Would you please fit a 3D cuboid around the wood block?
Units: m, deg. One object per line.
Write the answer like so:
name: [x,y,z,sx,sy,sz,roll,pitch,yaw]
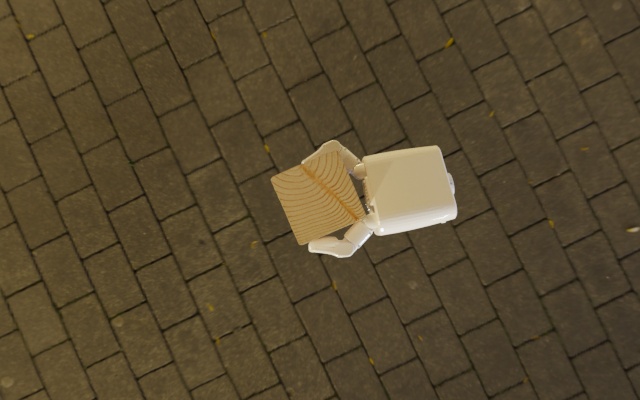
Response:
wood block: [0.000,0.002,0.668,0.090,0.091,0.206,-23,-4,0]
